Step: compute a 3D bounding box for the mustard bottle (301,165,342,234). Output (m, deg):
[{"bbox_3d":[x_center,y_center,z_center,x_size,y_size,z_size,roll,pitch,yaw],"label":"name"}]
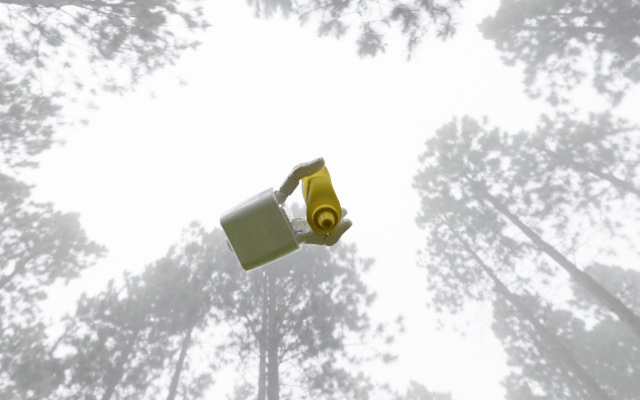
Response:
[{"bbox_3d":[0.000,0.002,0.806,0.058,0.096,0.191,-2,21,-5],"label":"mustard bottle"}]
